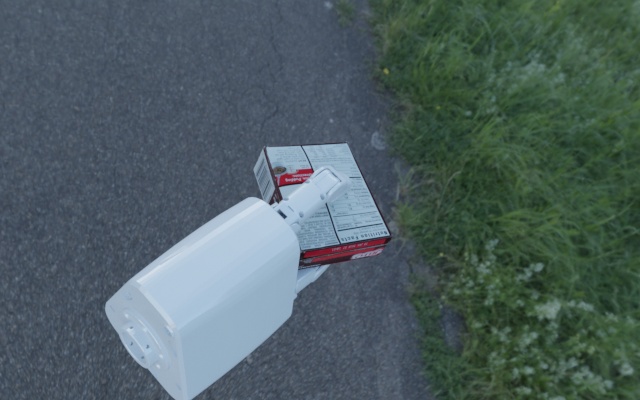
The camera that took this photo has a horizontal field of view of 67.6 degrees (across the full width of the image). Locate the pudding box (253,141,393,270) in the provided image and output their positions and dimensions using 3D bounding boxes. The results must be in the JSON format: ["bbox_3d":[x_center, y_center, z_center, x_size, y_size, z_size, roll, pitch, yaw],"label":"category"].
[{"bbox_3d":[0.000,0.001,0.424,0.090,0.113,0.039,-6,-31,-27],"label":"pudding box"}]
